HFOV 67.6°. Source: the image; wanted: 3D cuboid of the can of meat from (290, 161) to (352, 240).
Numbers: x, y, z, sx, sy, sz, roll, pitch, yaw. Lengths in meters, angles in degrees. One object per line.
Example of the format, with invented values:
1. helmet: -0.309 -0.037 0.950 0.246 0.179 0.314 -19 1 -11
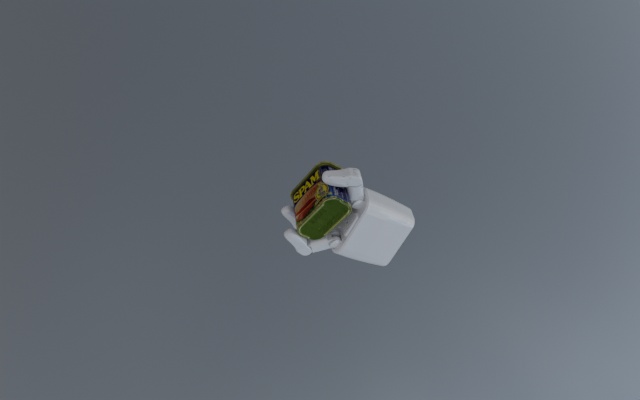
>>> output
1. can of meat: 0.000 0.003 0.765 0.057 0.083 0.102 24 -54 -31
